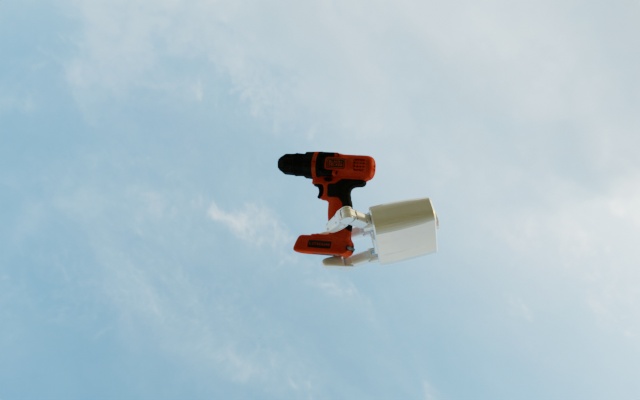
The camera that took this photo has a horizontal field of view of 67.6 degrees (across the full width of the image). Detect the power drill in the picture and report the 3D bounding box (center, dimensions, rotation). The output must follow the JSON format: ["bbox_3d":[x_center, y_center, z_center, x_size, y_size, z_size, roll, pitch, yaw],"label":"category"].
[{"bbox_3d":[0.000,0.003,0.855,0.184,0.187,0.057,4,-9,19],"label":"power drill"}]
